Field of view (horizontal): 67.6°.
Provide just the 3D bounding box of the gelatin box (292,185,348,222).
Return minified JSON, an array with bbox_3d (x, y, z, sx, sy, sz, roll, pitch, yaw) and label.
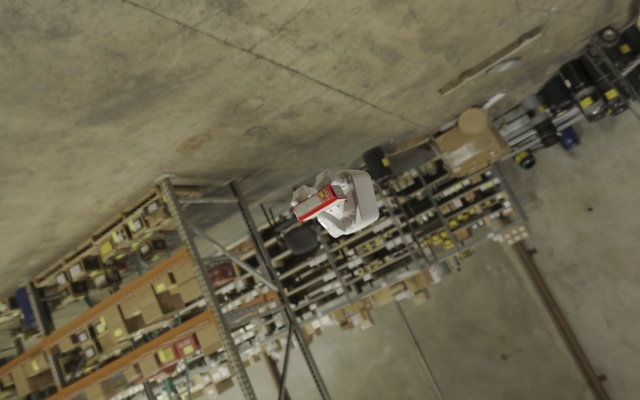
[{"bbox_3d":[0.000,0.003,0.793,0.073,0.030,0.089,-30,-5,13],"label":"gelatin box"}]
